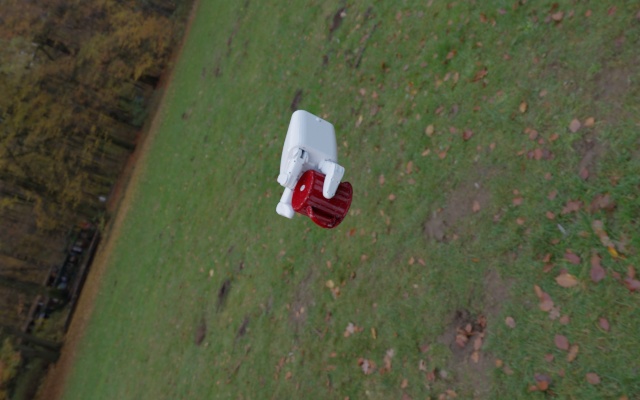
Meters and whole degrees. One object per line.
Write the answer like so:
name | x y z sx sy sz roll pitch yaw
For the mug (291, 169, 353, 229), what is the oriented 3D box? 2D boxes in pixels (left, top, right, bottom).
mug | 0.000 0.004 0.858 0.081 0.117 0.093 23 -49 -23
